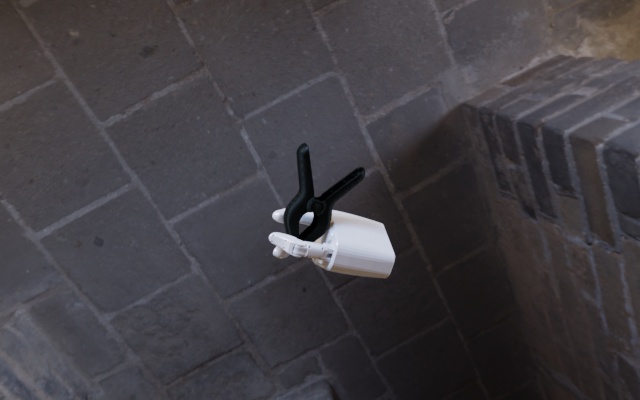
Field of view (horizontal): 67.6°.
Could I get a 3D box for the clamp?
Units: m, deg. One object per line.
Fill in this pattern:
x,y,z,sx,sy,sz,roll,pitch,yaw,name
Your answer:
0.000,0.003,0.758,0.120,0.171,0.039,12,15,-17,clamp
